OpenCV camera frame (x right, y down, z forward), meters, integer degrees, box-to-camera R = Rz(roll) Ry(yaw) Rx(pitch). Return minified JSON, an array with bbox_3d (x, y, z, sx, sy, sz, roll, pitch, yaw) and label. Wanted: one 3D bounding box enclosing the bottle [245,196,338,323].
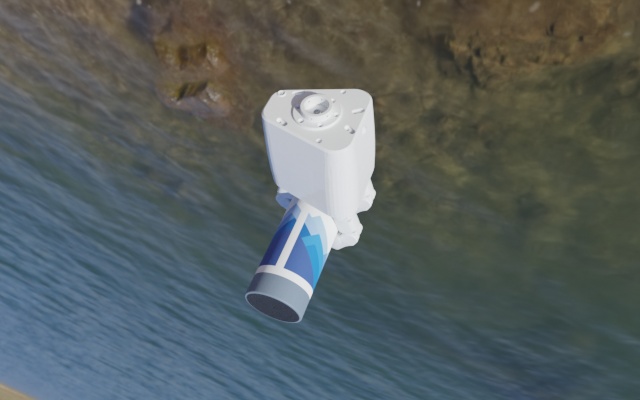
[{"bbox_3d":[0.000,0.002,0.590,0.069,0.295,0.069,17,-33,11],"label":"bottle"}]
